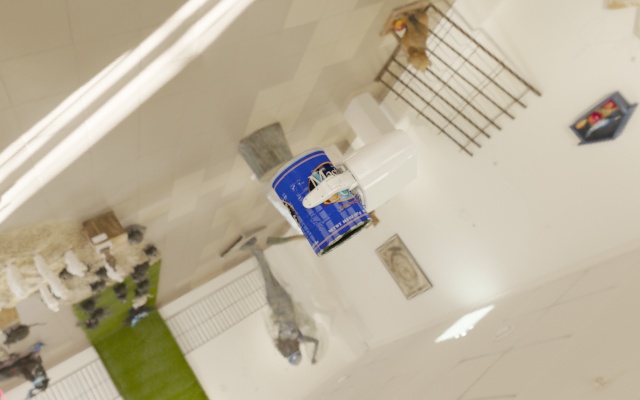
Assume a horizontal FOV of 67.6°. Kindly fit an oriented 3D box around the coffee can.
[{"bbox_3d":[0.000,0.002,0.750,0.103,0.140,0.103,-33,-11,-7],"label":"coffee can"}]
